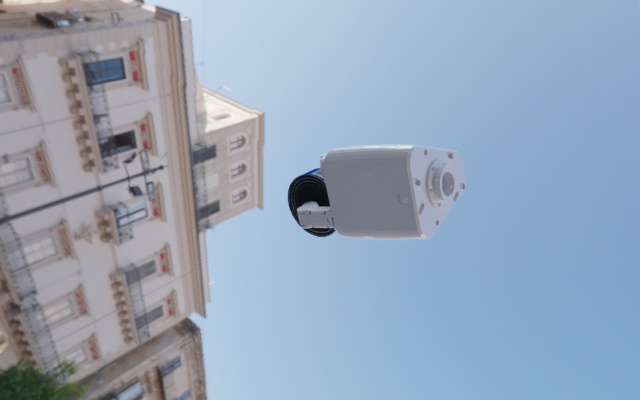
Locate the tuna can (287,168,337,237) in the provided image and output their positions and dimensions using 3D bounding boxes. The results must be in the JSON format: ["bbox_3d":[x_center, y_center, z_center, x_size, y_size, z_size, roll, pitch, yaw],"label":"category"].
[{"bbox_3d":[0.000,0.002,0.619,0.086,0.086,0.033,0,20,41],"label":"tuna can"}]
